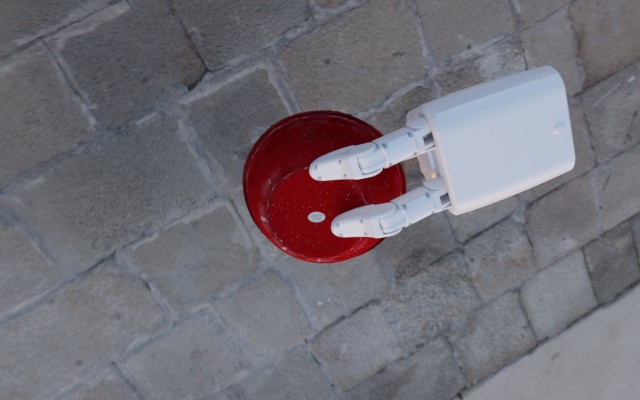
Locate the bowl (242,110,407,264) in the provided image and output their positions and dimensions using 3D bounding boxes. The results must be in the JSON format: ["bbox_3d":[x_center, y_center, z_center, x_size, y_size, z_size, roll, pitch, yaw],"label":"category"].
[{"bbox_3d":[-0.001,0.002,0.445,0.162,0.162,0.055,0,25,7],"label":"bowl"}]
